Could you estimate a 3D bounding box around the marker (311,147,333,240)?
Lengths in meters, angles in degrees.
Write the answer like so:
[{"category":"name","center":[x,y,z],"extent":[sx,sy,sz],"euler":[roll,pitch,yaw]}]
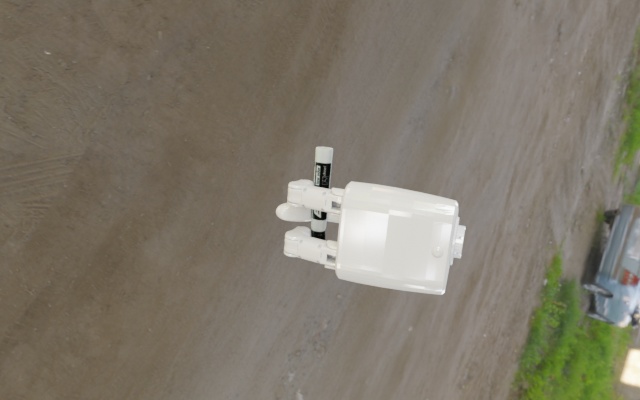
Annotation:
[{"category":"marker","center":[0.000,0.002,0.529],"extent":[0.020,0.121,0.020],"euler":[4,13,-1]}]
